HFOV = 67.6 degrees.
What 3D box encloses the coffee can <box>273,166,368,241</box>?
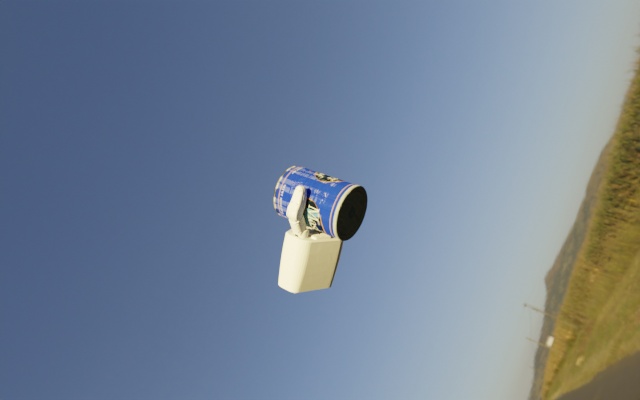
[{"bbox_3d":[0.000,0.003,0.874,0.140,0.103,0.103,20,11,31],"label":"coffee can"}]
